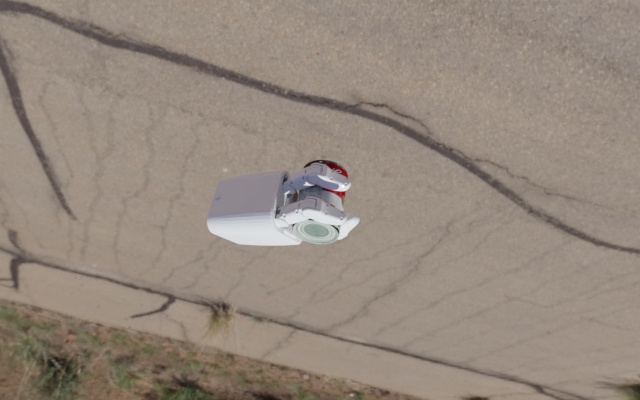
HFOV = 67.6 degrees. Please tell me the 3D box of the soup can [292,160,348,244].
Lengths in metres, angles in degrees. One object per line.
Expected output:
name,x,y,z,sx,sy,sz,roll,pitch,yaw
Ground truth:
soup can,0.001,0.003,0.679,0.068,0.102,0.068,7,-33,4
